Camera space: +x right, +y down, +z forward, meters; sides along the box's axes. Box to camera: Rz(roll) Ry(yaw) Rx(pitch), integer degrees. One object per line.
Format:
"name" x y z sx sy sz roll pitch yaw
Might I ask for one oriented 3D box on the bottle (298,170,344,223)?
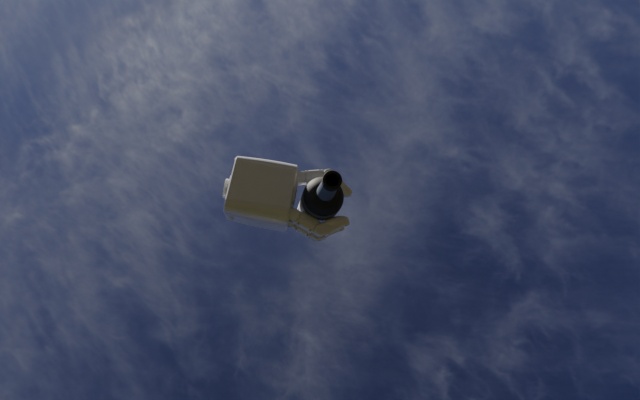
"bottle" 0.000 0.003 0.798 0.069 0.069 0.296 0 -12 -7
